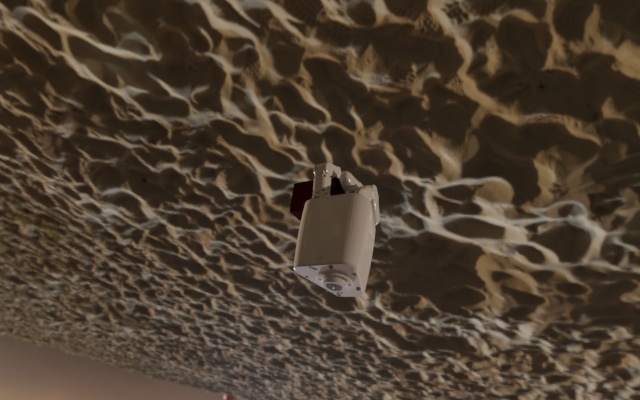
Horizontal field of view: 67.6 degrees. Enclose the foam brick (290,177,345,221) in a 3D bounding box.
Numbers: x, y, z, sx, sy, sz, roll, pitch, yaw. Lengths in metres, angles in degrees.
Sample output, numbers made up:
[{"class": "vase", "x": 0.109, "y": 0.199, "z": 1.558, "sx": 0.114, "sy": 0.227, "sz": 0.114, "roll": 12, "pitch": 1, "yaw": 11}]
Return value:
[{"class": "foam brick", "x": 0.000, "y": 0.002, "z": 0.732, "sx": 0.078, "sy": 0.051, "sz": 0.053, "roll": -8, "pitch": -31, "yaw": 28}]
